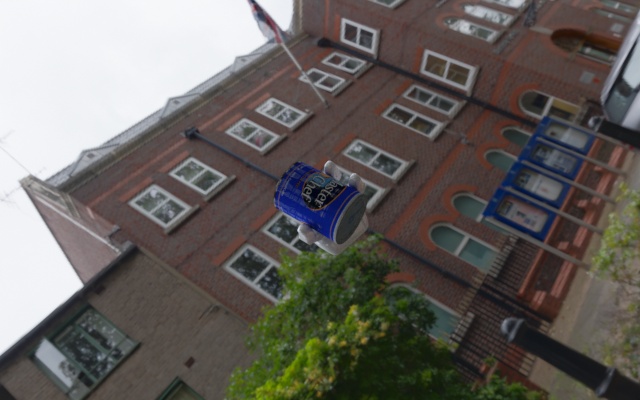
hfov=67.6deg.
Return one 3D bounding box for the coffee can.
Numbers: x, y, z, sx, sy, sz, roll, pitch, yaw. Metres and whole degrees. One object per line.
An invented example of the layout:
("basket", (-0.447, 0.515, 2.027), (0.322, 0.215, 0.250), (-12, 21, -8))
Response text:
("coffee can", (0.000, 0.003, 0.875), (0.140, 0.103, 0.103), (29, 11, 22))
